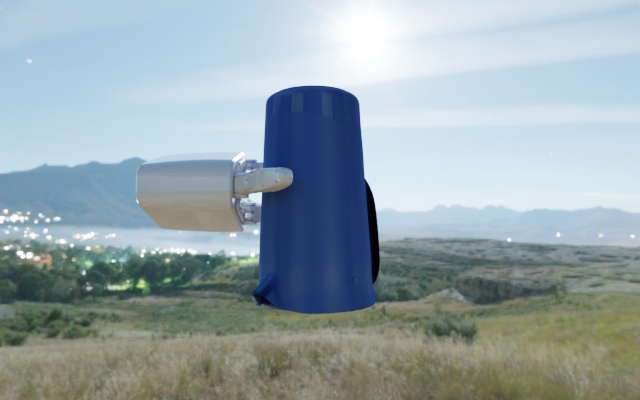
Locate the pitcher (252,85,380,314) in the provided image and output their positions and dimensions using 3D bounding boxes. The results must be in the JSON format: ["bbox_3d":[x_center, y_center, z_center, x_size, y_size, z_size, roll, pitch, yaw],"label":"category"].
[{"bbox_3d":[0.000,0.002,0.550,0.145,0.243,0.149,-1,-3,2],"label":"pitcher"}]
